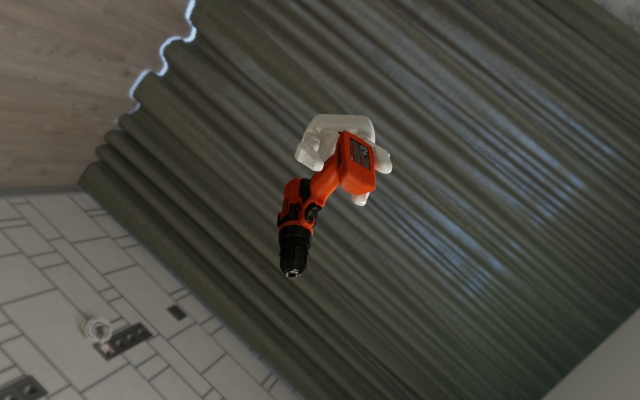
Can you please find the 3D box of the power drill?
[{"bbox_3d":[0.000,0.002,0.699,0.057,0.184,0.188,26,-48,-27],"label":"power drill"}]
